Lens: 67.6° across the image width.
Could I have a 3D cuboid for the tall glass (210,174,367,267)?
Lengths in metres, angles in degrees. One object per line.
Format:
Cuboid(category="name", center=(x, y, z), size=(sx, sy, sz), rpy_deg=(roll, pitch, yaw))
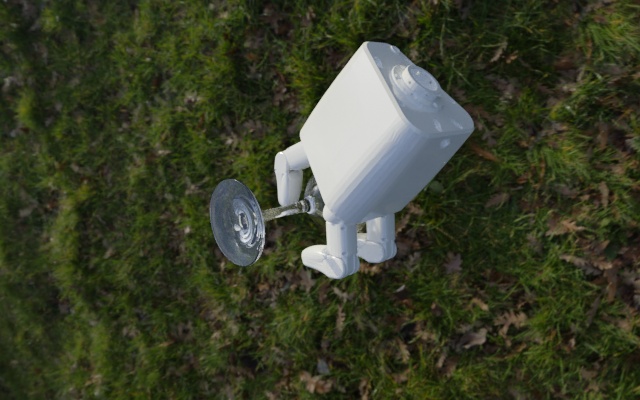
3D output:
Cuboid(category="tall glass", center=(-0.001, 0.002, 0.460), size=(0.201, 0.079, 0.079), rpy_deg=(-13, 9, -44))
